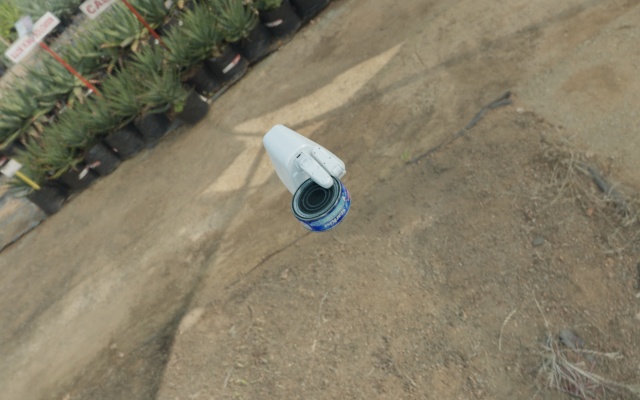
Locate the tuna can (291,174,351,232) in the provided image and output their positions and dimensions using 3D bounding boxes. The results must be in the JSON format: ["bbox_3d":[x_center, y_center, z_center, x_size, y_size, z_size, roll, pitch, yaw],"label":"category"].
[{"bbox_3d":[0.000,0.002,0.707,0.086,0.086,0.034,0,-33,33],"label":"tuna can"}]
